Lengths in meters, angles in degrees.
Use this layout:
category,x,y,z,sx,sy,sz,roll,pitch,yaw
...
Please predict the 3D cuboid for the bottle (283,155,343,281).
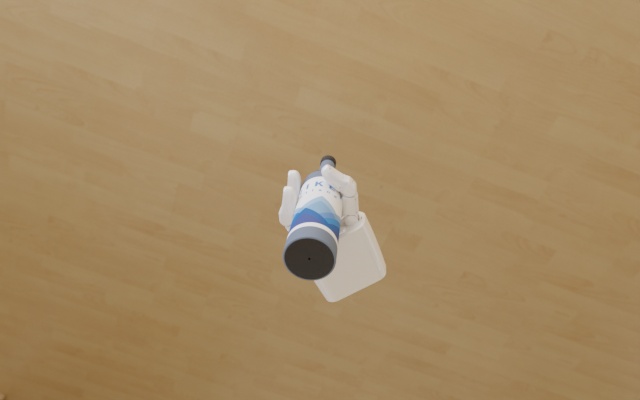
category,x,y,z,sx,sy,sz,roll,pitch,yaw
bottle,0.000,0.002,0.713,0.069,0.069,0.295,0,28,6
